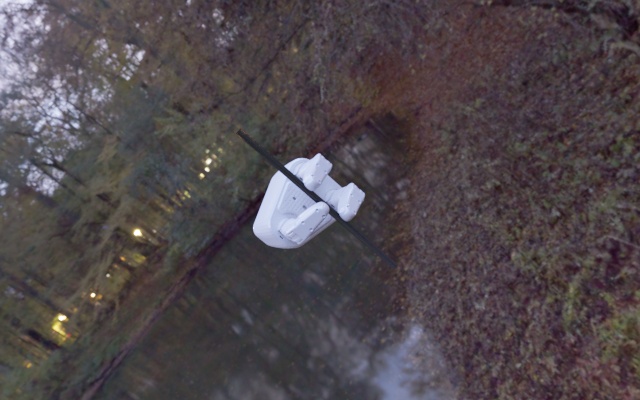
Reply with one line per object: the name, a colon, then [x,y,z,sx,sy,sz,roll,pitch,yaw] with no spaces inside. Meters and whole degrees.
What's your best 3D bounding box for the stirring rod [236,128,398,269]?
stirring rod: [0.000,0.002,0.541,0.239,0.011,0.011,41,-10,-12]
